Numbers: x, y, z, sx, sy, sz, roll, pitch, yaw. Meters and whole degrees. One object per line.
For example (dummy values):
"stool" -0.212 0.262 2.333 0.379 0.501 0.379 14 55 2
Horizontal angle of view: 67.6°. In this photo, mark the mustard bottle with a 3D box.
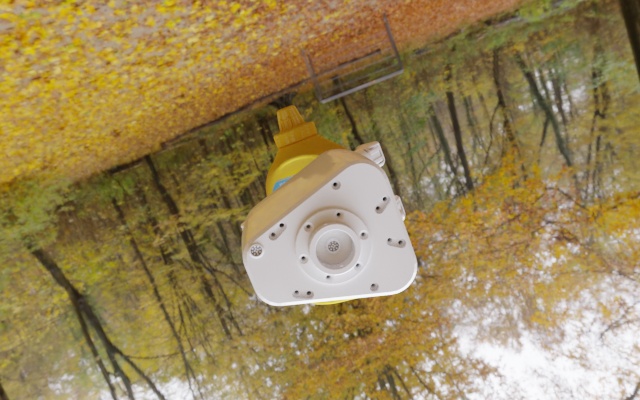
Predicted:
"mustard bottle" 0.000 0.002 0.464 0.096 0.191 0.058 -17 10 21
